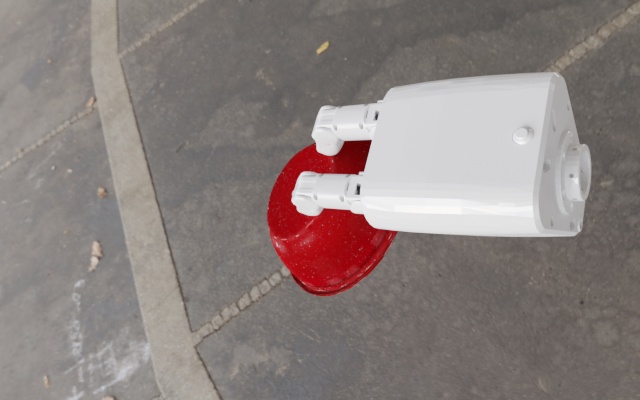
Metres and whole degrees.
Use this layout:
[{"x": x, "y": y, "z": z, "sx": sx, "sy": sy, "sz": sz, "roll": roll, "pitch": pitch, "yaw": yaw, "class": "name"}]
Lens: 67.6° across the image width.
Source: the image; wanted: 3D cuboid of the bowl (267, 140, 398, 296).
[{"x": -0.001, "y": 0.002, "z": 0.436, "sx": 0.055, "sy": 0.162, "sz": 0.162, "roll": 26, "pitch": -16, "yaw": -34, "class": "bowl"}]
